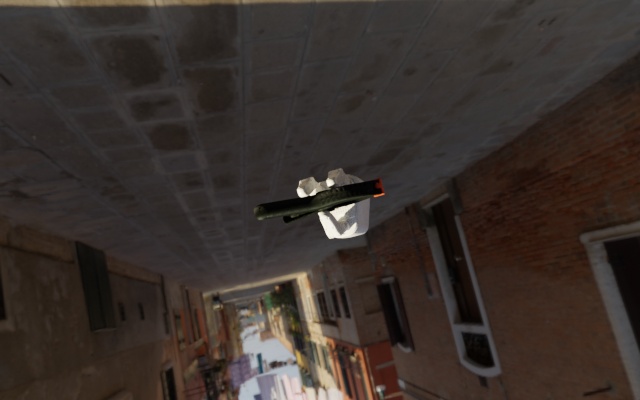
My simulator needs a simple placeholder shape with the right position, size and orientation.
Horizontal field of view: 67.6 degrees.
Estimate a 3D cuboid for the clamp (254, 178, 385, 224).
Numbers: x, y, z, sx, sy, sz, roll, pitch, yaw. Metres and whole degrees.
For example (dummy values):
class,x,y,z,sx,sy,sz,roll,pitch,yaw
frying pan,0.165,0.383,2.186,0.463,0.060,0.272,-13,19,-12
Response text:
class,x,y,z,sx,sy,sz,roll,pitch,yaw
clamp,0.001,0.003,0.801,0.210,0.036,0.164,-16,-8,18
